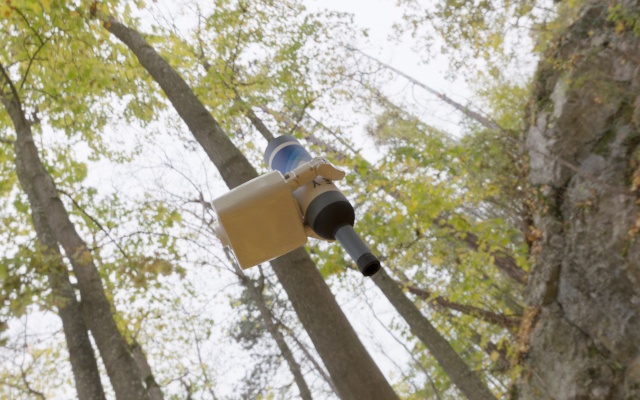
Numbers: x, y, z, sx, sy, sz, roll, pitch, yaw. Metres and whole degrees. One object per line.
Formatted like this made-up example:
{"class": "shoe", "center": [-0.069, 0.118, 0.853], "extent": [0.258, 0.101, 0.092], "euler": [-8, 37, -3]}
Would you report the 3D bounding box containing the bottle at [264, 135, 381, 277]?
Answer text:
{"class": "bottle", "center": [0.000, 0.002, 0.701], "extent": [0.069, 0.069, 0.295], "euler": [0, 35, -32]}
